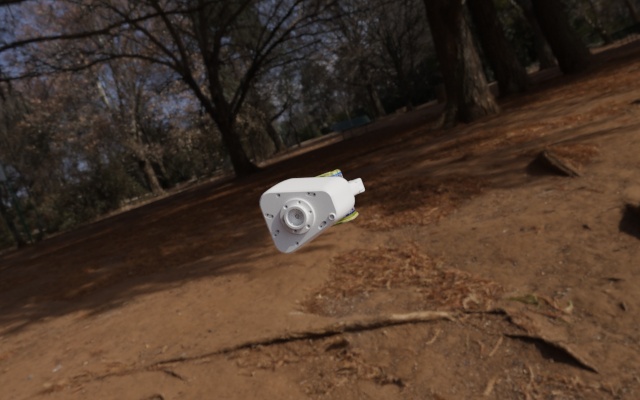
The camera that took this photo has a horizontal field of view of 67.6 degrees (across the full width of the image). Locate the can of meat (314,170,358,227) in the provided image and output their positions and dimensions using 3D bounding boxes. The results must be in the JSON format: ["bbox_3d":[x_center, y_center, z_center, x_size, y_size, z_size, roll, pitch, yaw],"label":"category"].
[{"bbox_3d":[0.000,0.002,0.800,0.102,0.084,0.057,-19,5,21],"label":"can of meat"}]
